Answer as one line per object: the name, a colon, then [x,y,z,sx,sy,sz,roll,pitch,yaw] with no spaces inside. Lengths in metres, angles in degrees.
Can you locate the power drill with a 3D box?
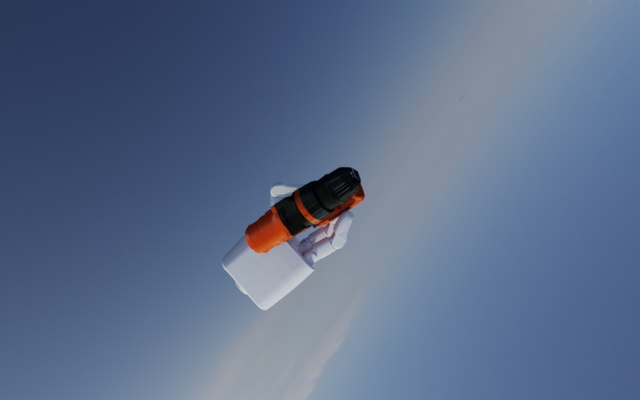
power drill: [0.000,0.002,0.690,0.184,0.057,0.187,-31,-6,23]
